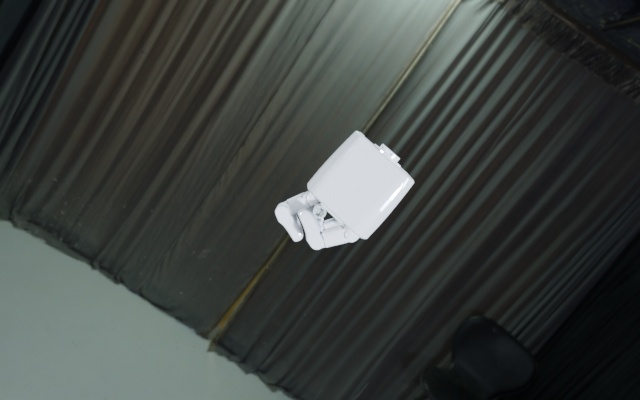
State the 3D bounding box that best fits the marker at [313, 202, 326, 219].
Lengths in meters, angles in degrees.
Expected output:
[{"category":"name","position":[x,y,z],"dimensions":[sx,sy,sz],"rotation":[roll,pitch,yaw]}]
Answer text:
[{"category":"marker","position":[0.000,0.002,0.717],"dimensions":[0.020,0.020,0.121],"rotation":[0,13,1]}]
